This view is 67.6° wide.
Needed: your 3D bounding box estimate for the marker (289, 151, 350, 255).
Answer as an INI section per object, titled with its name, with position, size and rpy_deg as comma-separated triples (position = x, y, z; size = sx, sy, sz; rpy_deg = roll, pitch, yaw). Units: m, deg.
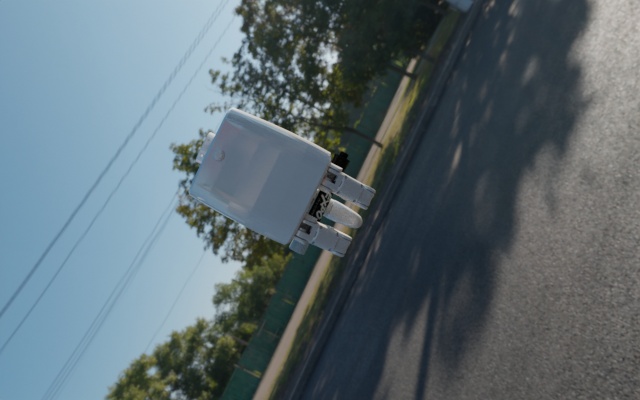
[marker]
position = 0.000, 0.002, 0.525
size = 0.020, 0.121, 0.020
rpy_deg = 26, 0, 0
